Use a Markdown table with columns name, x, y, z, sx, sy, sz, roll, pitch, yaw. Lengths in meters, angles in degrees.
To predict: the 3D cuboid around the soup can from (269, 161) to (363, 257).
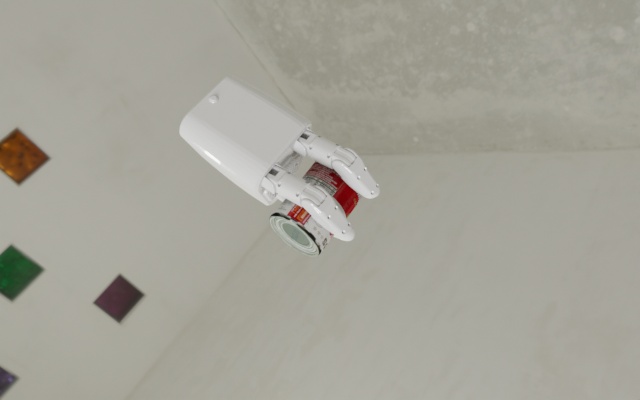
| name | x | y | z | sx | sy | sz | roll | pitch | yaw |
| --- | --- | --- | --- | --- | --- | --- | --- | --- | --- |
| soup can | 0.000 | 0.002 | 0.520 | 0.068 | 0.102 | 0.068 | 30 | -25 | 16 |
